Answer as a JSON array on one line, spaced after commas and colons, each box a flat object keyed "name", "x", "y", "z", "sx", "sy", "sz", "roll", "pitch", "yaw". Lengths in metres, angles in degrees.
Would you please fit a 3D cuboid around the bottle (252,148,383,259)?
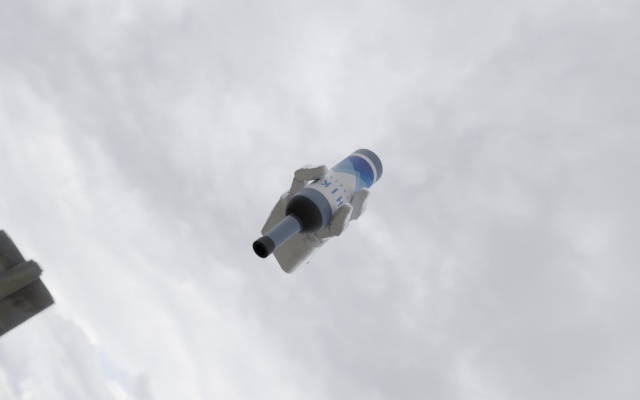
[{"name": "bottle", "x": 0.000, "y": 0.002, "z": 0.743, "sx": 0.069, "sy": 0.069, "sz": 0.295, "roll": 0, "pitch": 26, "yaw": 38}]
